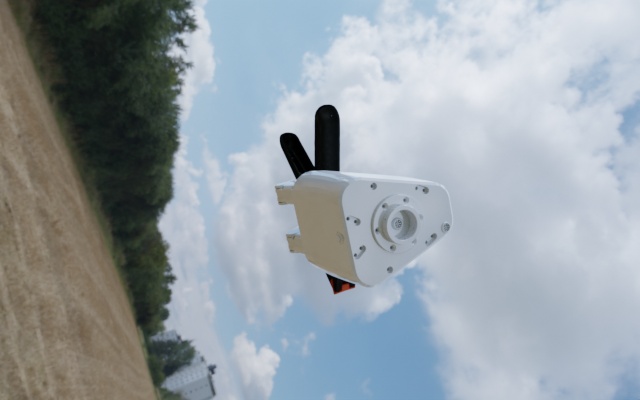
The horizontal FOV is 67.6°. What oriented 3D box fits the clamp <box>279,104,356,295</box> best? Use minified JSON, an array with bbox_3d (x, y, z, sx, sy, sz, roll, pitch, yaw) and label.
[{"bbox_3d":[0.001,0.002,0.556,0.036,0.210,0.164,-14,9,-18],"label":"clamp"}]
